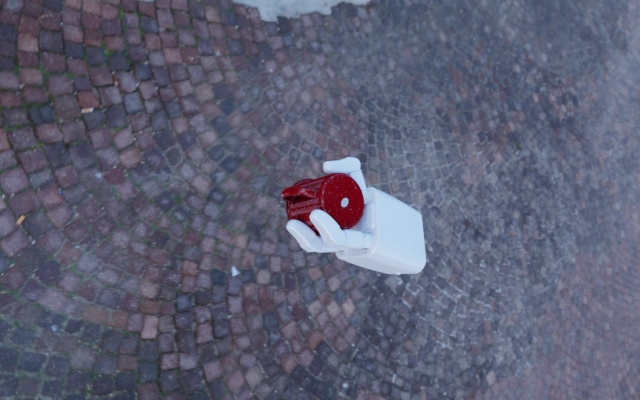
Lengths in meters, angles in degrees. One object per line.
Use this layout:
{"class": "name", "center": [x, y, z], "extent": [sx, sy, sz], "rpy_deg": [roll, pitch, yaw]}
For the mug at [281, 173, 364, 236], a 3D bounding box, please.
{"class": "mug", "center": [-0.001, 0.002, 0.687], "extent": [0.117, 0.093, 0.081], "rpy_deg": [22, -21, -32]}
